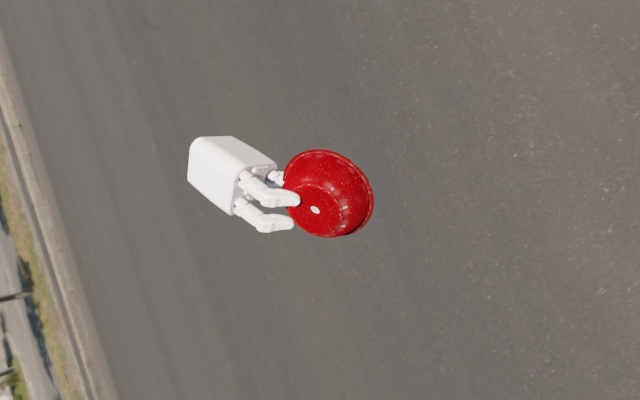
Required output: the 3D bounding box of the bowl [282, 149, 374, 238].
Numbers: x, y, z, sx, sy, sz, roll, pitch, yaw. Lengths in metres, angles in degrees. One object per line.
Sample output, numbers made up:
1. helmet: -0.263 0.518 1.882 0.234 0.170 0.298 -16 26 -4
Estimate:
1. bowl: 0.001 0.003 0.757 0.162 0.162 0.055 0 30 26
